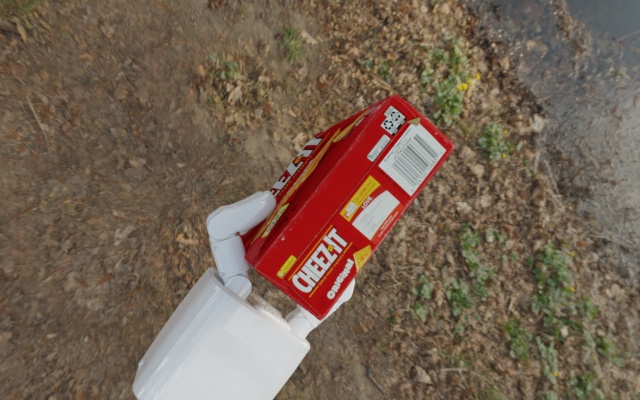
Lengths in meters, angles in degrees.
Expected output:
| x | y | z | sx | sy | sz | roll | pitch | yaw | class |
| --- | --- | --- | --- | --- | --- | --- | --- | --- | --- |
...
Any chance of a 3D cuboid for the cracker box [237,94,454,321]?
| x | y | z | sx | sy | sz | roll | pitch | yaw | class |
| --- | --- | --- | --- | --- | --- | --- | --- | --- | --- |
| 0.000 | 0.002 | 0.435 | 0.072 | 0.164 | 0.213 | 40 | -9 | -12 | cracker box |
